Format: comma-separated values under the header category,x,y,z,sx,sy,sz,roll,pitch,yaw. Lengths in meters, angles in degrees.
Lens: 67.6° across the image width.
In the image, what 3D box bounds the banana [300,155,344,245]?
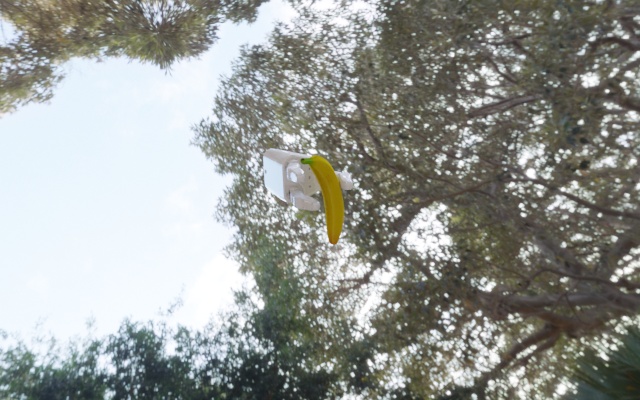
category,x,y,z,sx,sy,sz,roll,pitch,yaw
banana,0.012,-0.010,0.901,0.069,0.198,0.037,-39,34,-29
